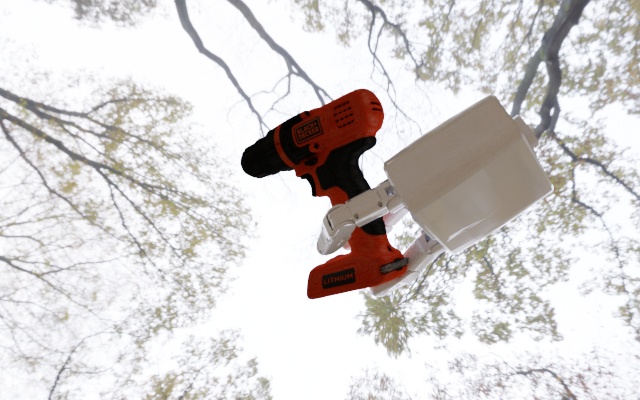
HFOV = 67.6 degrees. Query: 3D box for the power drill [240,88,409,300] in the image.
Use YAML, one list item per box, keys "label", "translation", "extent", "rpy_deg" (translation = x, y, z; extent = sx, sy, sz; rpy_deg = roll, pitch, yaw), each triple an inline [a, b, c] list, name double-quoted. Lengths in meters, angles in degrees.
- label: "power drill"
  translation: [0.000, 0.002, 0.488]
  extent: [0.184, 0.187, 0.057]
  rpy_deg: [-20, -5, 39]
